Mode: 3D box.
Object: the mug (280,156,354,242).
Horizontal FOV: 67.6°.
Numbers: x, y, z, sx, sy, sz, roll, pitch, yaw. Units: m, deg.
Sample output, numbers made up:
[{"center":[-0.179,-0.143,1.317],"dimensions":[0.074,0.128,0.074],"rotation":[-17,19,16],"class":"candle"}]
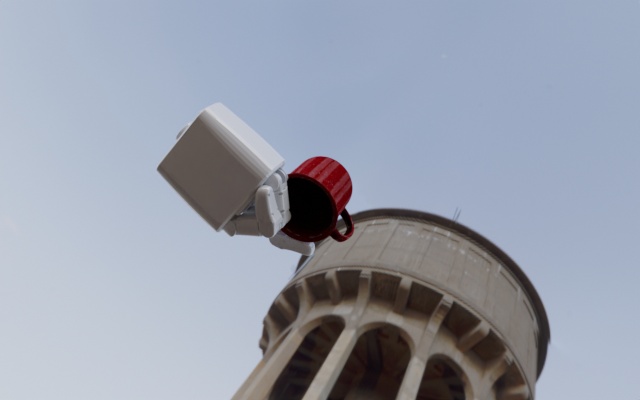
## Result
[{"center":[0.001,0.003,0.608],"dimensions":[0.093,0.117,0.081],"rotation":[-43,4,34],"class":"mug"}]
